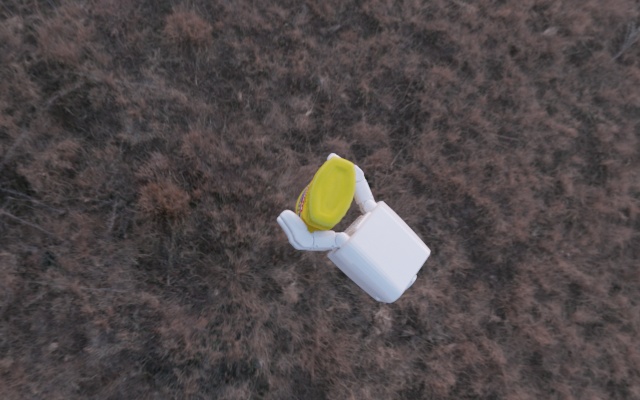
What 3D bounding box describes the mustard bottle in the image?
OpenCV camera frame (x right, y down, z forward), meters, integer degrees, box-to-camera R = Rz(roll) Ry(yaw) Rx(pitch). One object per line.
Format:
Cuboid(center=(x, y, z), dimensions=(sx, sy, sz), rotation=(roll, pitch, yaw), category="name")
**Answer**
Cuboid(center=(0.000, 0.002, 0.706), dimensions=(0.058, 0.096, 0.191), rotation=(19, -12, -6), category="mustard bottle")
